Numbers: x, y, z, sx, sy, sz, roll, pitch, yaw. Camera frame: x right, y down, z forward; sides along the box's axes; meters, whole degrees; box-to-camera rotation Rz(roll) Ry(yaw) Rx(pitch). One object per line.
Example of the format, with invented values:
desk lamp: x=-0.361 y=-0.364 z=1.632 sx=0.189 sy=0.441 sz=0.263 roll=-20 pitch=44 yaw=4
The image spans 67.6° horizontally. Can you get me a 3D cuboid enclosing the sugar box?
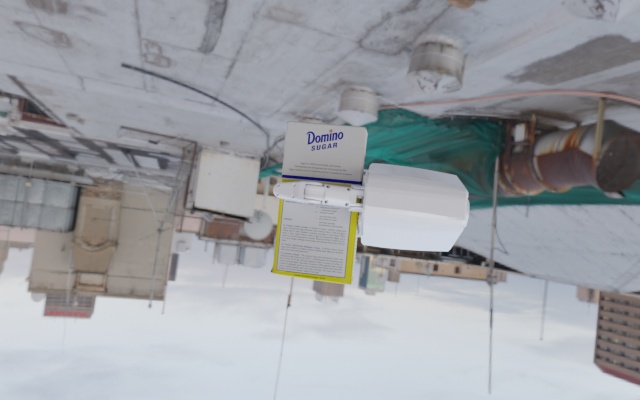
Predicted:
sugar box: x=0.000 y=0.002 z=0.550 sx=0.093 sy=0.176 sz=0.048 roll=6 pitch=-3 yaw=7
